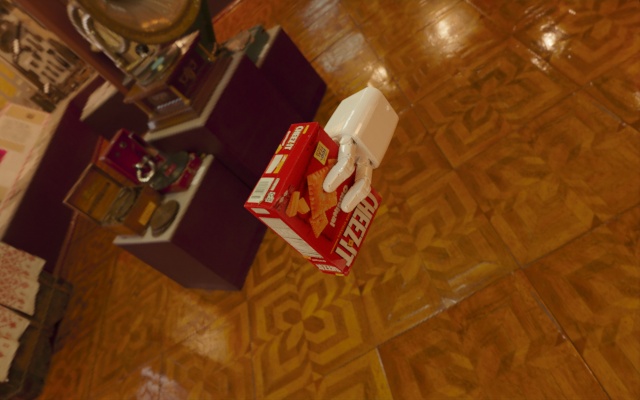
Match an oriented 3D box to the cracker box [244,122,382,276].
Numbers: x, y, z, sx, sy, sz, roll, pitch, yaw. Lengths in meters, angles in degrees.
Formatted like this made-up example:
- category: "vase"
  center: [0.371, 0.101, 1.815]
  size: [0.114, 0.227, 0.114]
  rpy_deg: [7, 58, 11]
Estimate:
- category: "cracker box"
  center: [0.000, 0.002, 0.788]
  size: [0.072, 0.164, 0.214]
  rpy_deg: [4, -32, 45]
